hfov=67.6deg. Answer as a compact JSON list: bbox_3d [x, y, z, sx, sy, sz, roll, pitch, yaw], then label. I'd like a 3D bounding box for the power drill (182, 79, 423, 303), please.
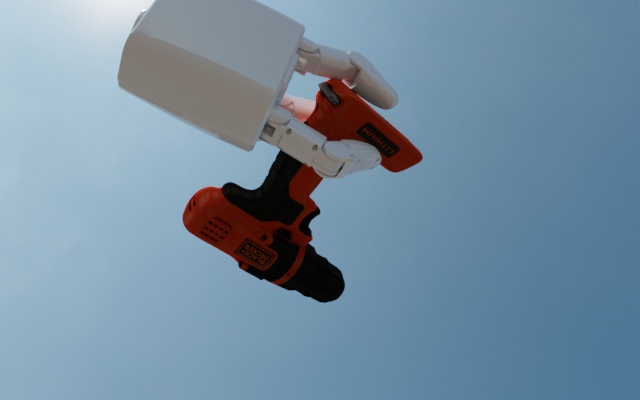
[{"bbox_3d":[0.000,0.001,0.434,0.184,0.188,0.057,35,15,-32],"label":"power drill"}]
